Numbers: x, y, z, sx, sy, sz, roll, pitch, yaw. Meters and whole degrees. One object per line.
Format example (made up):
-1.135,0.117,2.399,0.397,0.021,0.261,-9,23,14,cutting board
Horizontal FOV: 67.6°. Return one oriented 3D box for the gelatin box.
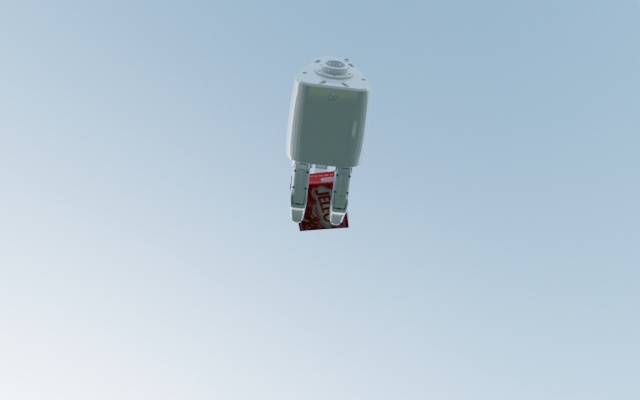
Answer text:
0.000,0.002,0.678,0.073,0.089,0.030,-5,41,6,gelatin box
